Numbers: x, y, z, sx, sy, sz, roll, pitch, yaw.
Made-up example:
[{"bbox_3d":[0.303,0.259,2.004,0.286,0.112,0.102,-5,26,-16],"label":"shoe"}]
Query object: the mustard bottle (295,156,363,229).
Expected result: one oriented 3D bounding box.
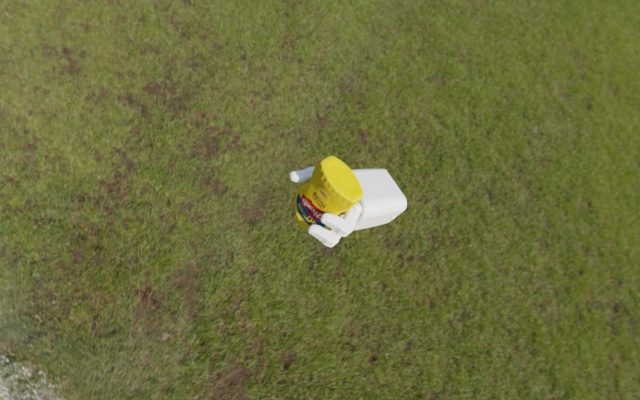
[{"bbox_3d":[0.000,0.003,0.893,0.058,0.096,0.192,-36,-7,-36],"label":"mustard bottle"}]
